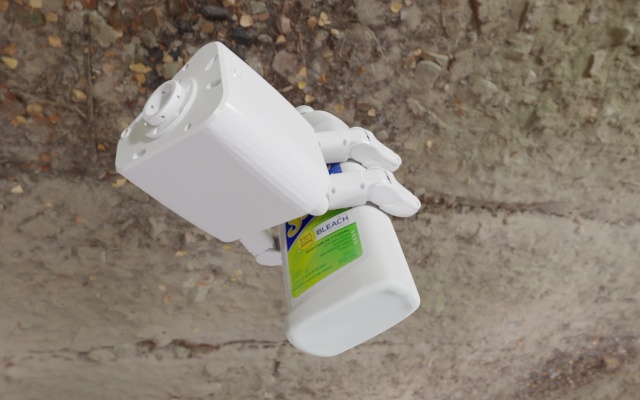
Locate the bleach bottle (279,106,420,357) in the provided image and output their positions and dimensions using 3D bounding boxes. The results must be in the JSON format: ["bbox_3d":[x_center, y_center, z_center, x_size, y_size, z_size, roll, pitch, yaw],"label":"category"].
[{"bbox_3d":[0.000,0.001,0.430,0.102,0.250,0.068,-33,-46,16],"label":"bleach bottle"}]
